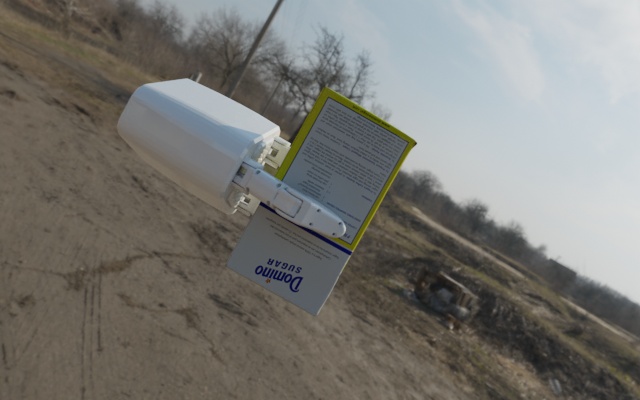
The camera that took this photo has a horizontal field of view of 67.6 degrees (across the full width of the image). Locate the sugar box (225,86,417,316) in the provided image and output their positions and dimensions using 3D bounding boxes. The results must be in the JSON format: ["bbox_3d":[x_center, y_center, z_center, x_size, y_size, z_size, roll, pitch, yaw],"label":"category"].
[{"bbox_3d":[0.000,0.001,0.422,0.093,0.176,0.048,30,5,-1],"label":"sugar box"}]
